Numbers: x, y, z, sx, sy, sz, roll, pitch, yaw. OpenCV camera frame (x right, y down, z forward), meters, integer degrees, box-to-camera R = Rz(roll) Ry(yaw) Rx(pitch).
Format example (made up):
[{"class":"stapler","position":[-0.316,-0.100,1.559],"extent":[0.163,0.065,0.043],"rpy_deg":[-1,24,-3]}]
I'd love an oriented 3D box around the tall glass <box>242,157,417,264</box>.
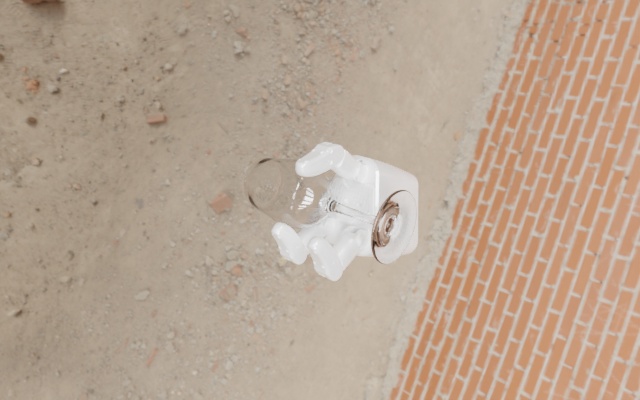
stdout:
[{"class":"tall glass","position":[0.001,0.002,0.521],"extent":[0.201,0.079,0.079],"rpy_deg":[19,12,40]}]
